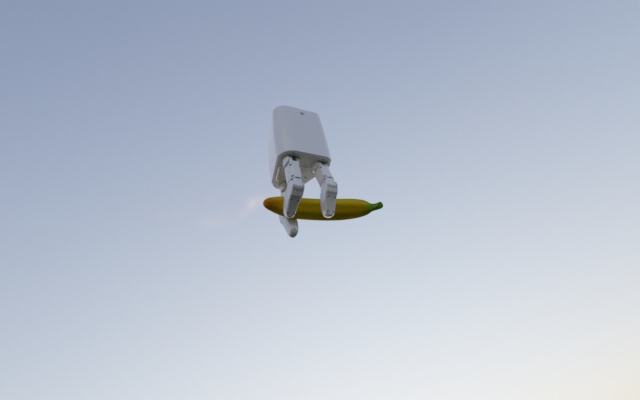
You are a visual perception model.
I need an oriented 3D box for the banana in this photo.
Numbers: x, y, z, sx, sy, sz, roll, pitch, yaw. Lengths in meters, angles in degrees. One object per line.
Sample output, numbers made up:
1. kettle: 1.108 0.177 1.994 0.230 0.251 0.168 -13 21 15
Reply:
1. banana: 0.001 0.010 0.809 0.198 0.037 0.070 -1 -24 -7
